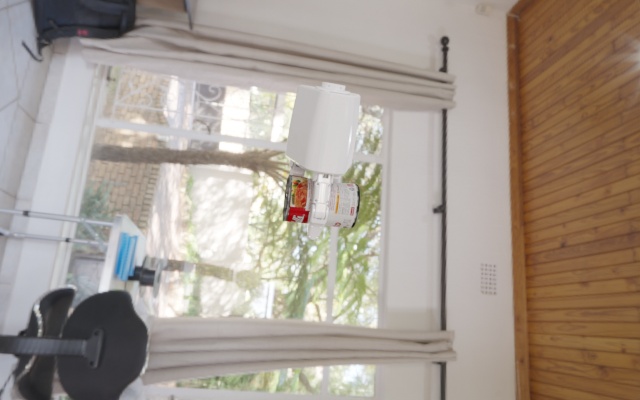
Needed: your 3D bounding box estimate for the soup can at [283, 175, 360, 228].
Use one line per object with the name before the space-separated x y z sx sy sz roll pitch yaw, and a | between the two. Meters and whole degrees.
soup can | 0.000 0.003 0.693 0.102 0.068 0.068 7 -1 -10
